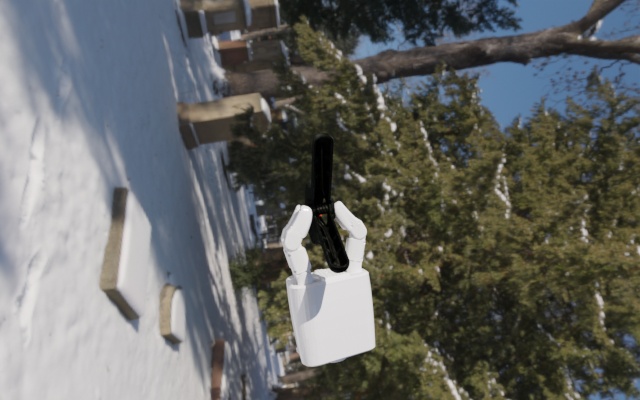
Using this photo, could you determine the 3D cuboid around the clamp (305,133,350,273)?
[{"bbox_3d":[0.001,0.002,0.641,0.036,0.164,0.210,-5,1,-8],"label":"clamp"}]
